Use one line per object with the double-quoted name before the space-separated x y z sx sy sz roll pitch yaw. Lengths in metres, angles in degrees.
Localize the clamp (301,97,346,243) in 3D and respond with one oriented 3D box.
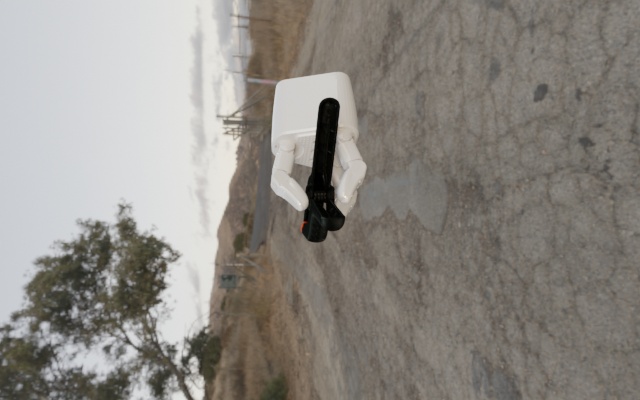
"clamp" -0.001 0.002 0.594 0.036 0.164 0.210 3 -34 -7
